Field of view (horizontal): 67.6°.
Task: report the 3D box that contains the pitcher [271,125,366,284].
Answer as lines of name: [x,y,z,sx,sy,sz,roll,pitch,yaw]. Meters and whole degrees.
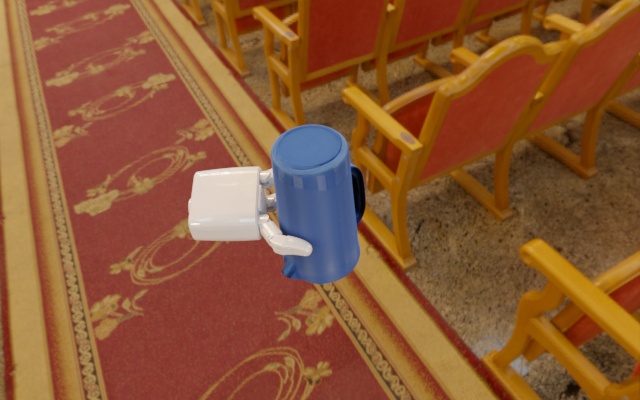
pitcher: [0.000,0.002,0.740,0.145,0.149,0.243,-2,-44,4]
